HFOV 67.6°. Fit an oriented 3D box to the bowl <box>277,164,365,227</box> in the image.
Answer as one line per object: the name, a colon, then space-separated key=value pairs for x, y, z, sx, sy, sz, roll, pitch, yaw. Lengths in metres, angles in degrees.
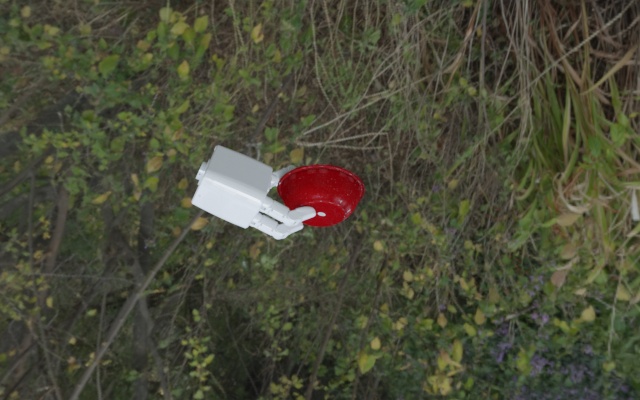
bowl: x=0.001 y=0.003 z=0.866 sx=0.162 sy=0.055 sz=0.162 roll=1 pitch=-32 yaw=0
